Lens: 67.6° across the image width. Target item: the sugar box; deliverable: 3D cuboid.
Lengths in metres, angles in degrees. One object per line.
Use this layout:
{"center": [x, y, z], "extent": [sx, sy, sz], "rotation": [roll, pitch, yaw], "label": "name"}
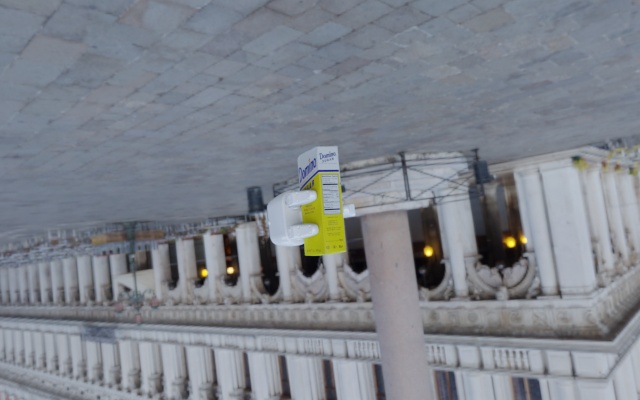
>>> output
{"center": [0.000, 0.003, 0.803], "extent": [0.048, 0.176, 0.093], "rotation": [-5, -5, -24], "label": "sugar box"}
